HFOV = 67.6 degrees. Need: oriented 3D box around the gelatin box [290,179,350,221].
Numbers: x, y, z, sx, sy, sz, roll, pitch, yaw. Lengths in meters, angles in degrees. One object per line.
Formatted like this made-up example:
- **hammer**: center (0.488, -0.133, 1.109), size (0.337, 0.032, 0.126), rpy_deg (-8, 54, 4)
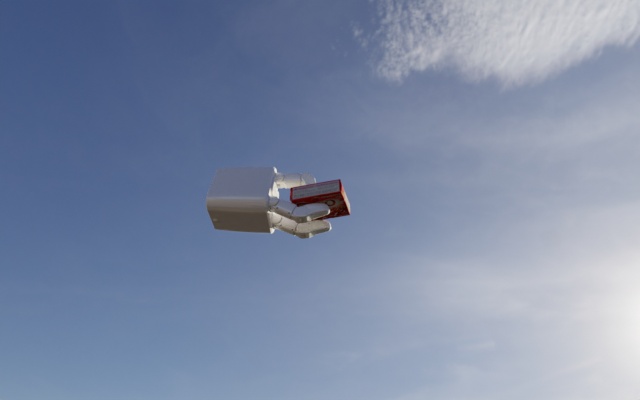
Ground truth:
- **gelatin box**: center (0.000, 0.002, 0.811), size (0.089, 0.030, 0.073), rpy_deg (-10, -36, 11)
